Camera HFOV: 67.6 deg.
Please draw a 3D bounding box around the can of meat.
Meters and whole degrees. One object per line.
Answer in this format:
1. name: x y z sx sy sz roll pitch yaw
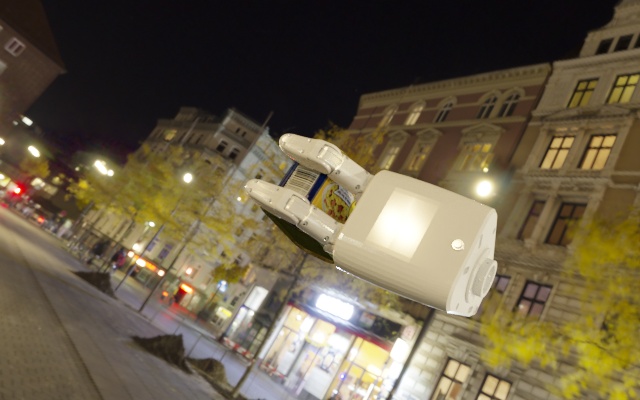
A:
1. can of meat: 0.000 0.001 0.477 0.057 0.084 0.102 20 -21 36
